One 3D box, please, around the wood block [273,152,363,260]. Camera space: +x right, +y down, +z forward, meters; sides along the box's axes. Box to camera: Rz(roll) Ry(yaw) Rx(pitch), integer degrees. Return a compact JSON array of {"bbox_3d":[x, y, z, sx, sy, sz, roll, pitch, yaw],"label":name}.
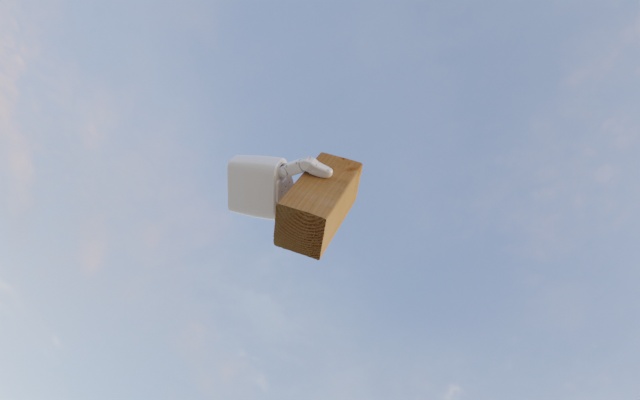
[{"bbox_3d":[0.000,0.002,0.869,0.090,0.091,0.206,17,35,14],"label":"wood block"}]
